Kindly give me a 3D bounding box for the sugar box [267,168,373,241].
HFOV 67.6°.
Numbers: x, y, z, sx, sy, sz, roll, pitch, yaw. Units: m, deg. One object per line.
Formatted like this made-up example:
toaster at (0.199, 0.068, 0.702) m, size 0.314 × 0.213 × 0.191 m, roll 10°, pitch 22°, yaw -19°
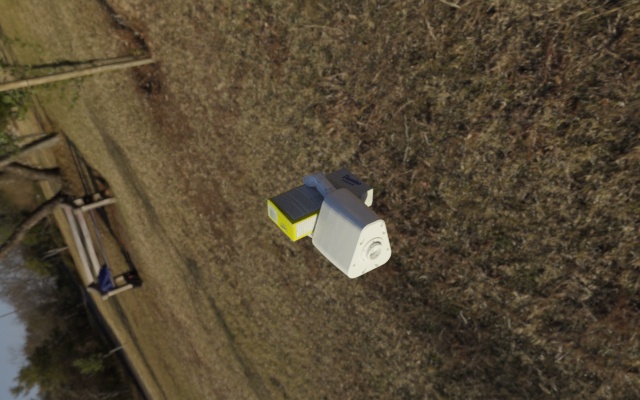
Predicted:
sugar box at (0.000, 0.003, 0.877) m, size 0.176 × 0.048 × 0.093 m, roll -21°, pitch 41°, yaw -27°
